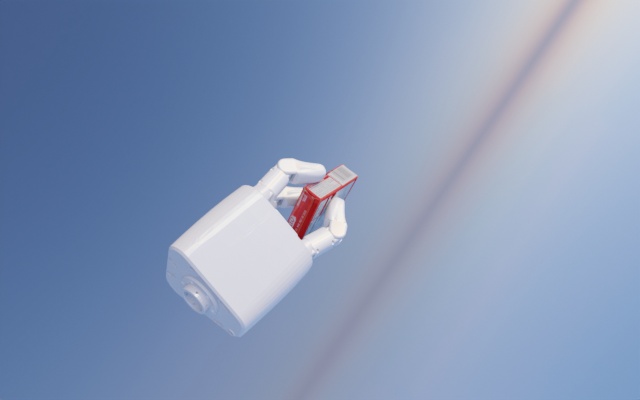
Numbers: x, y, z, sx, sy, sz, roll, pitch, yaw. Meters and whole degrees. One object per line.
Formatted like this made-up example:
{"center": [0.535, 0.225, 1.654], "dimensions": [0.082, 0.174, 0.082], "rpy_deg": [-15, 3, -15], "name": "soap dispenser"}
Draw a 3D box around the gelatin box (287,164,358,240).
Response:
{"center": [0.001, 0.002, 0.591], "dimensions": [0.030, 0.073, 0.089], "rpy_deg": [40, 40, 15], "name": "gelatin box"}
